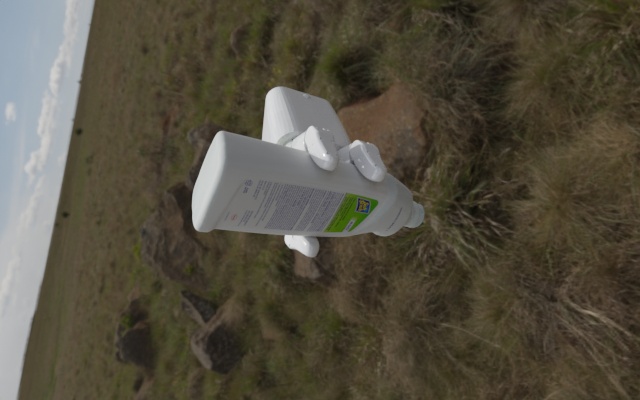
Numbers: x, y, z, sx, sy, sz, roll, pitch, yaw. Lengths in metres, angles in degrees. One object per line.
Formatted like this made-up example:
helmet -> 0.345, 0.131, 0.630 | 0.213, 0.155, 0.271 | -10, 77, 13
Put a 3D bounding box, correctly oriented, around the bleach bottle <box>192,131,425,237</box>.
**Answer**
bleach bottle -> 0.000, 0.002, 0.512 | 0.251, 0.068, 0.103 | 11, -49, -27
